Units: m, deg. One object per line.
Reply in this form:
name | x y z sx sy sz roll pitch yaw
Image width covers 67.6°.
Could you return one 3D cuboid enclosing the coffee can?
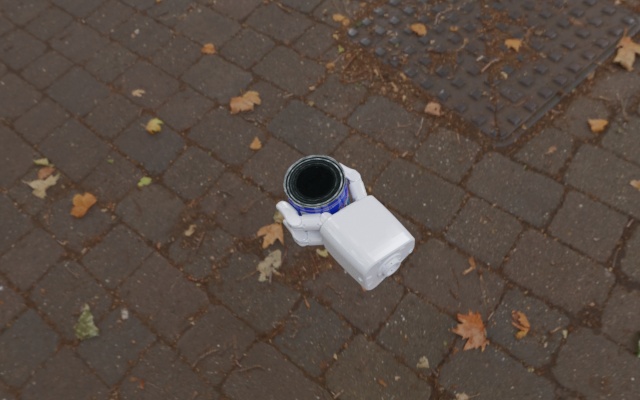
coffee can | 0.000 0.003 0.829 0.103 0.102 0.140 0 -30 10
